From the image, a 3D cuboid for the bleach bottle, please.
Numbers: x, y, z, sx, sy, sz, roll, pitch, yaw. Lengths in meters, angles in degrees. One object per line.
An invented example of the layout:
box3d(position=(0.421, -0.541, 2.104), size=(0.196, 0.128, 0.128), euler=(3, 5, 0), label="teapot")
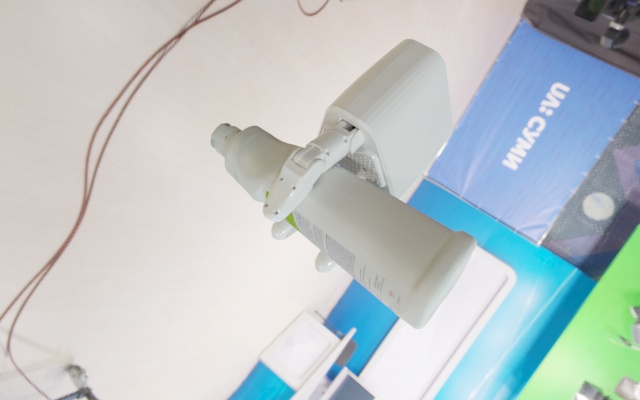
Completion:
box3d(position=(0.000, 0.001, 0.405), size=(0.250, 0.068, 0.103), euler=(35, -21, 21), label="bleach bottle")
